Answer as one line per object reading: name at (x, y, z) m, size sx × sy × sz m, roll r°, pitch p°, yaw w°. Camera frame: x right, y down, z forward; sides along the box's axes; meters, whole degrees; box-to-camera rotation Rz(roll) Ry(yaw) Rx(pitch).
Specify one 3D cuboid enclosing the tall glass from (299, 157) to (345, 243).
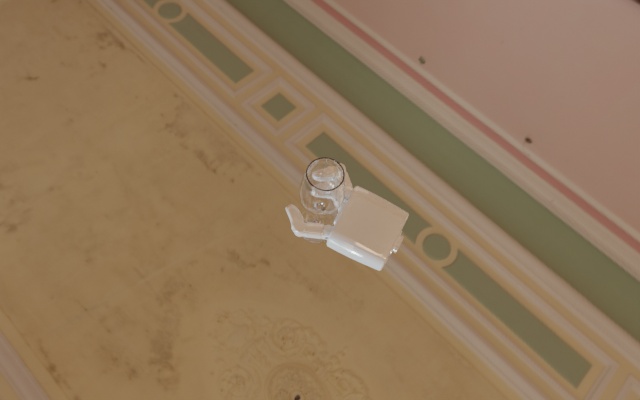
tall glass at (0.000, 0.003, 0.842) m, size 0.079 × 0.079 × 0.201 m, roll 0°, pitch -27°, yaw -5°
